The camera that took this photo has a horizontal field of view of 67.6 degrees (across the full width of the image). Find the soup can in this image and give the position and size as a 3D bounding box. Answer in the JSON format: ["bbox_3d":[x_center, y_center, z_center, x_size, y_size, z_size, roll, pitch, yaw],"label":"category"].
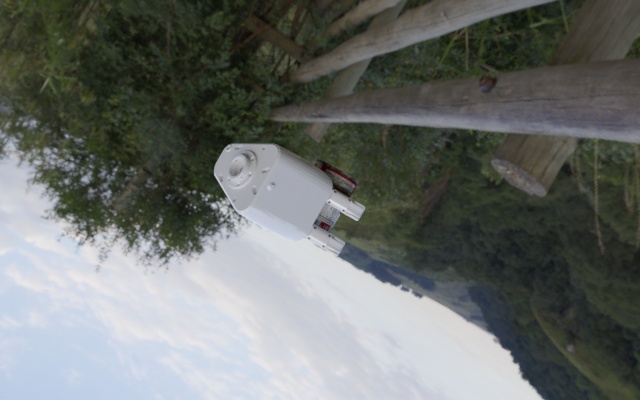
[{"bbox_3d":[0.000,0.003,0.676,0.068,0.102,0.068,30,-1,1],"label":"soup can"}]
